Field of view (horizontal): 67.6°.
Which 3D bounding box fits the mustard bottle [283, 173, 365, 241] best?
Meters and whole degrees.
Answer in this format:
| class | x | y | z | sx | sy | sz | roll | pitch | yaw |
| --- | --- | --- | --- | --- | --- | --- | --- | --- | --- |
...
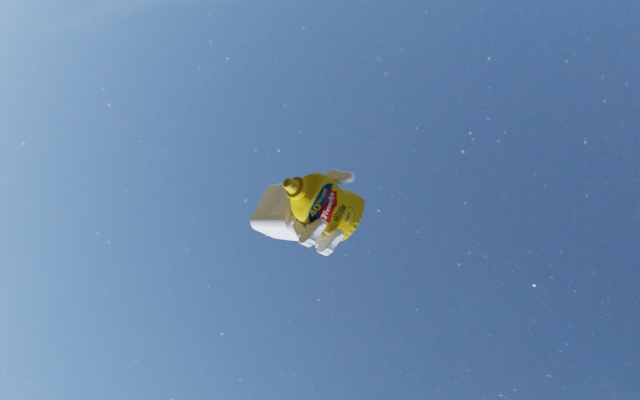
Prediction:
| class | x | y | z | sx | sy | sz | roll | pitch | yaw |
| --- | --- | --- | --- | --- | --- | --- | --- | --- | --- |
| mustard bottle | 0.001 | 0.003 | 0.878 | 0.192 | 0.096 | 0.058 | 30 | 1 | -45 |
